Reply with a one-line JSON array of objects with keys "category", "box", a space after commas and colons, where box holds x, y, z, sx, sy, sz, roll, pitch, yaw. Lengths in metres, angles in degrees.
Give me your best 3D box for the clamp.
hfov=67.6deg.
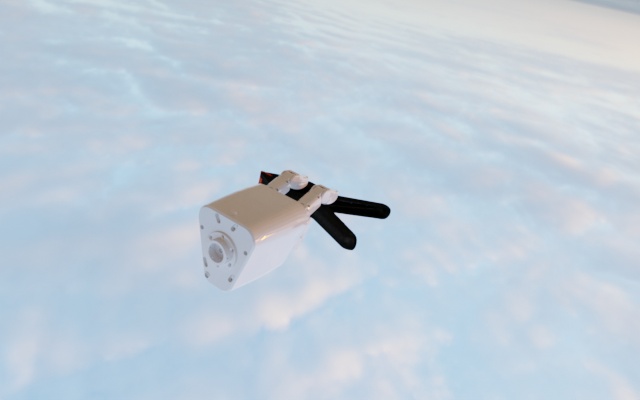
[{"category": "clamp", "box": [-0.001, 0.003, 0.735, 0.210, 0.036, 0.164, 26, 24, 25]}]
